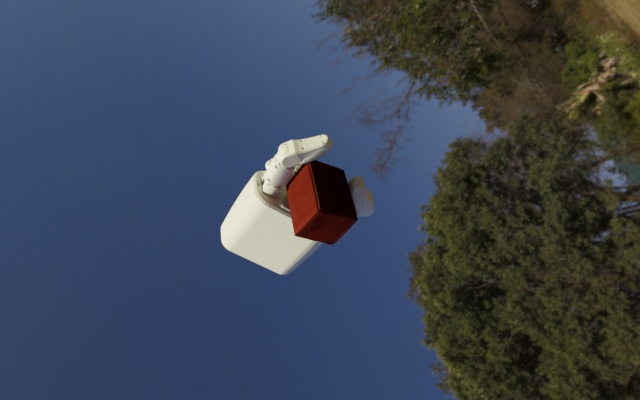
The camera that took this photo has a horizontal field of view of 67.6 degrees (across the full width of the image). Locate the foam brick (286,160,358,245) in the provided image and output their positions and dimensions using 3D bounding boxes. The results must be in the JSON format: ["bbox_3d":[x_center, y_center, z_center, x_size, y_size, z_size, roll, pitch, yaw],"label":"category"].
[{"bbox_3d":[0.000,0.002,0.535,0.053,0.078,0.051,17,-48,-31],"label":"foam brick"}]
